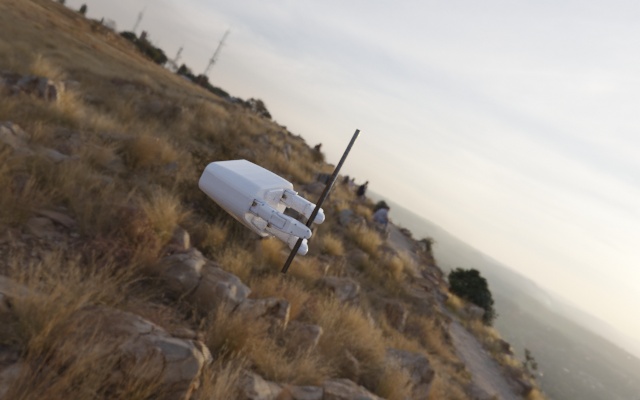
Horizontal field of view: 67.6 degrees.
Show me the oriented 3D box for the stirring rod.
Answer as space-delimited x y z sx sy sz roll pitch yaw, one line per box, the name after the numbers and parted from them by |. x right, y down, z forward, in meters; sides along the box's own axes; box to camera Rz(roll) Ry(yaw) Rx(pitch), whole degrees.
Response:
0.000 0.002 0.709 0.011 0.239 0.011 28 4 -2 | stirring rod
